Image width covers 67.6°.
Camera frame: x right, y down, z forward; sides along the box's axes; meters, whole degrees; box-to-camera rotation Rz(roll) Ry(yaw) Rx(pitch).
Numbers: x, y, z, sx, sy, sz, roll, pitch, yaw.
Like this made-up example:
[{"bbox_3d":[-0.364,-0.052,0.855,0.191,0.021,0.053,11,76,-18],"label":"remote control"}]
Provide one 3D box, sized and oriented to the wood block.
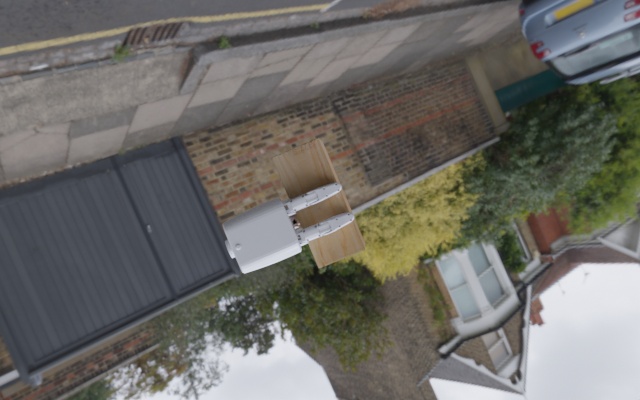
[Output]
[{"bbox_3d":[0.000,0.003,0.854,0.090,0.206,0.091,-23,1,5],"label":"wood block"}]
